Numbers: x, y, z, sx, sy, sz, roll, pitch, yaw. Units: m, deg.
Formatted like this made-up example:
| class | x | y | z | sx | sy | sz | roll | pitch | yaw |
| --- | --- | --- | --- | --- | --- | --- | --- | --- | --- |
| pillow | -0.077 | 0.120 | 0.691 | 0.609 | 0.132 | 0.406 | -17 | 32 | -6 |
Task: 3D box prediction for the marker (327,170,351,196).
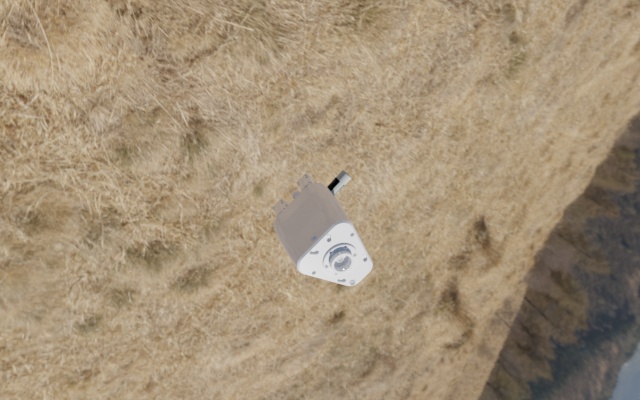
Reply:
| class | x | y | z | sx | sy | sz | roll | pitch | yaw |
| --- | --- | --- | --- | --- | --- | --- | --- | --- | --- |
| marker | 0.000 | 0.002 | 0.744 | 0.020 | 0.121 | 0.020 | 43 | 8 | -7 |
